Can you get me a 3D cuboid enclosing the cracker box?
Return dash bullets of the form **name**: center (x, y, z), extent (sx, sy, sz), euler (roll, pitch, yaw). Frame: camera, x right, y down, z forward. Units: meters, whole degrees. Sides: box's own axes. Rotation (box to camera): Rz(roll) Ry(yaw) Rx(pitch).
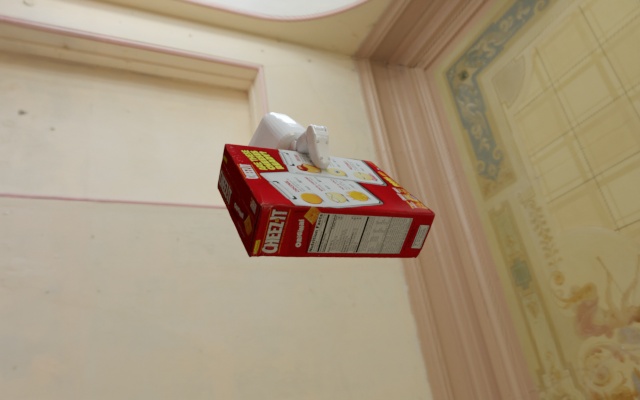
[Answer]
- **cracker box**: center (0.000, 0.002, 0.574), extent (0.214, 0.072, 0.164), euler (3, 25, -26)
